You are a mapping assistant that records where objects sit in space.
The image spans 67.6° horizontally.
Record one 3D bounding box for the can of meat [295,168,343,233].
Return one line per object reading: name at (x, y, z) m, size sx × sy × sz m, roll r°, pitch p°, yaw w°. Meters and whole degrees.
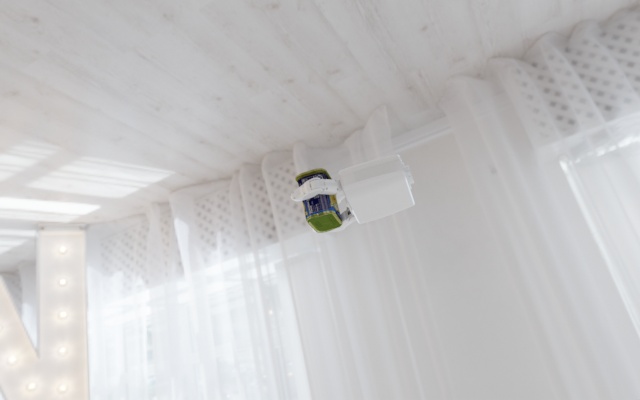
can of meat at (0.000, 0.003, 0.844) m, size 0.057 × 0.084 × 0.102 m, roll -17°, pitch -21°, yaw 9°
